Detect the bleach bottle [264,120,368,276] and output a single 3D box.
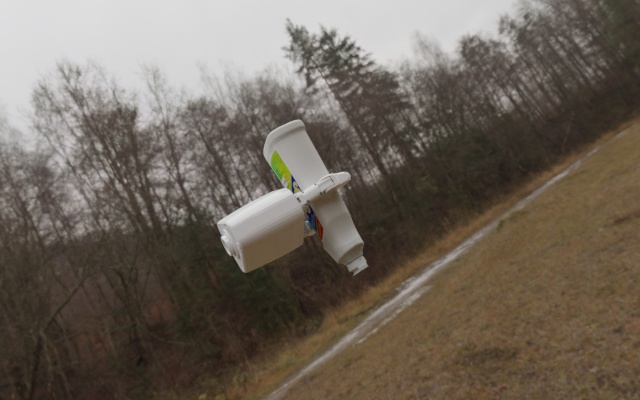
[{"bbox_3d":[0.000,0.002,0.758,0.068,0.251,0.102,-28,-10,-20],"label":"bleach bottle"}]
